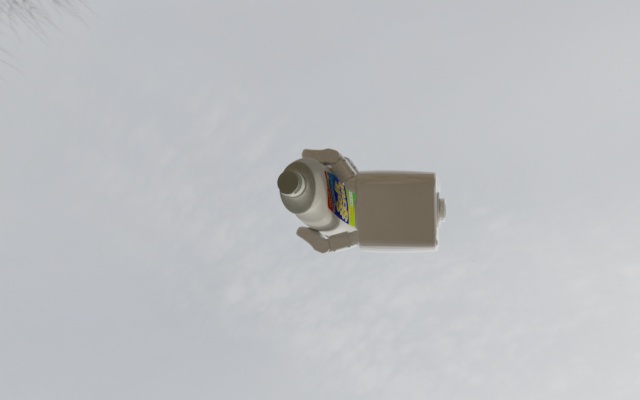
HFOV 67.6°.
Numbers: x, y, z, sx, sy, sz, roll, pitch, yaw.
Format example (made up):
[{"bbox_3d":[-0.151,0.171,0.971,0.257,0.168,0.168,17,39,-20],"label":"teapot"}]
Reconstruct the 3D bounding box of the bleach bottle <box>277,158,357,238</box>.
[{"bbox_3d":[0.000,0.002,0.681,0.068,0.102,0.251,-2,-8,18],"label":"bleach bottle"}]
